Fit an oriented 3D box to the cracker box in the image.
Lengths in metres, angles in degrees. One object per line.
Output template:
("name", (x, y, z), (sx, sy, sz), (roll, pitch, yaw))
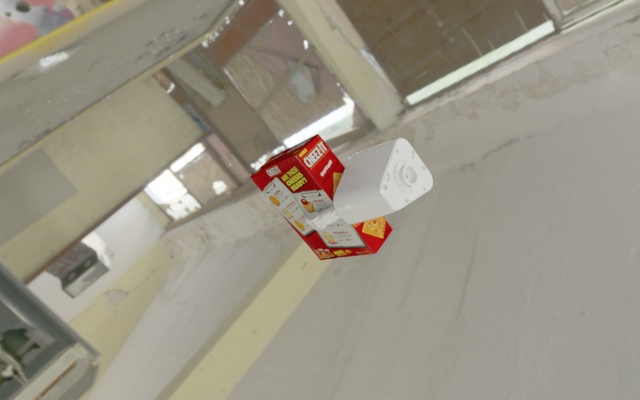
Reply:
("cracker box", (0.000, 0.003, 0.836), (0.072, 0.214, 0.164), (-48, 18, -32))
